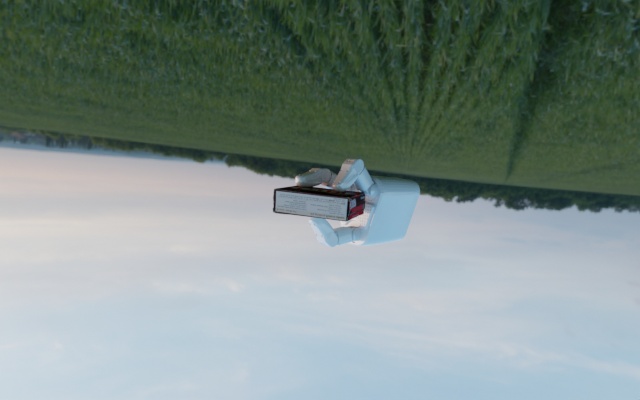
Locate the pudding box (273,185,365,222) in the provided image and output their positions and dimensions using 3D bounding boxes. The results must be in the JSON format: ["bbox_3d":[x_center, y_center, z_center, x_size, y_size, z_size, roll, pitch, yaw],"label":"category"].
[{"bbox_3d":[0.000,0.002,0.688,0.113,0.039,0.090,5,5,18],"label":"pudding box"}]
